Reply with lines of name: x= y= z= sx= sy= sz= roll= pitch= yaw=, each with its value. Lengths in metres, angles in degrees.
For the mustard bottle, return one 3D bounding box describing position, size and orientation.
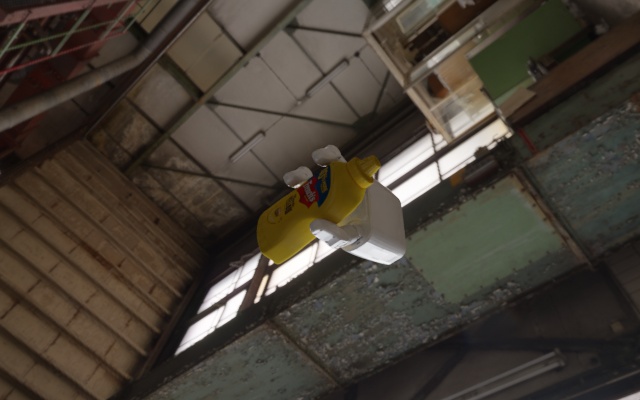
mustard bottle: x=0.000 y=0.002 z=0.636 sx=0.192 sy=0.058 sz=0.096 roll=-36 pitch=28 yaw=24
